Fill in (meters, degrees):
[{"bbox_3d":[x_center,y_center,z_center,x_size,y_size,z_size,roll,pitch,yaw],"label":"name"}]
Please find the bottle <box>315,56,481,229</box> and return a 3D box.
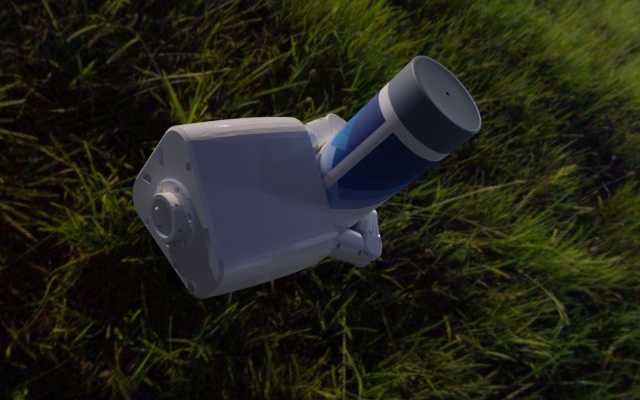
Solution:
[{"bbox_3d":[0.000,0.001,0.416,0.069,0.069,0.296,0,-30,-43],"label":"bottle"}]
